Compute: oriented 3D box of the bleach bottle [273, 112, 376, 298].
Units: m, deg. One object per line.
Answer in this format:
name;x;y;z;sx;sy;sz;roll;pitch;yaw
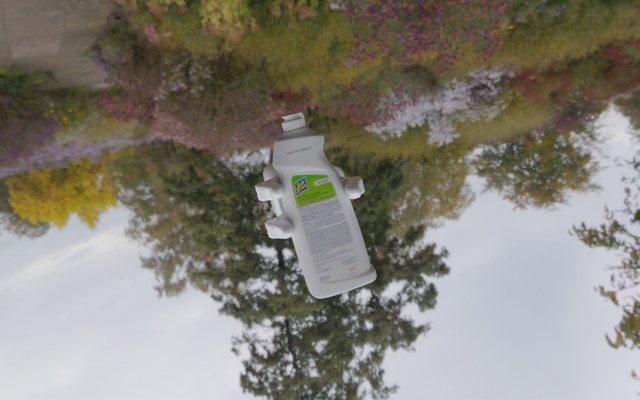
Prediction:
bleach bottle;0.000;0.002;0.660;0.102;0.251;0.068;-17;13;-12
